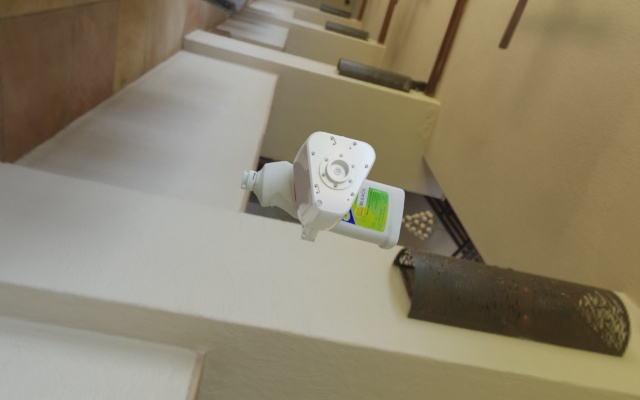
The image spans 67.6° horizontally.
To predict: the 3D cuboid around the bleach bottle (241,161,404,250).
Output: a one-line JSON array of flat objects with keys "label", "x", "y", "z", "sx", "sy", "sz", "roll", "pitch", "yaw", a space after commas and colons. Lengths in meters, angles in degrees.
[{"label": "bleach bottle", "x": 0.000, "y": 0.002, "z": 0.748, "sx": 0.251, "sy": 0.102, "sz": 0.068, "roll": 13, "pitch": -13, "yaw": -8}]
